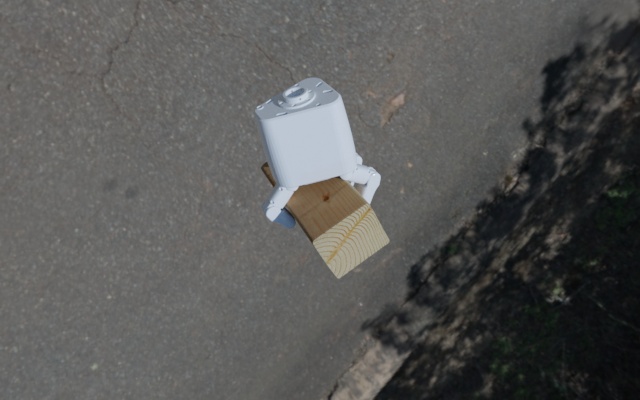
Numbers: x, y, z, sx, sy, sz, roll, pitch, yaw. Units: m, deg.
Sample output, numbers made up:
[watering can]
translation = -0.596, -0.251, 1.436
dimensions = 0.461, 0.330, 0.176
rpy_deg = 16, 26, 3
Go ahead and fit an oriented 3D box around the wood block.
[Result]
[wood block]
translation = 0.000, 0.002, 0.703
dimensions = 0.091, 0.090, 0.206
rpy_deg = -35, 41, -3
